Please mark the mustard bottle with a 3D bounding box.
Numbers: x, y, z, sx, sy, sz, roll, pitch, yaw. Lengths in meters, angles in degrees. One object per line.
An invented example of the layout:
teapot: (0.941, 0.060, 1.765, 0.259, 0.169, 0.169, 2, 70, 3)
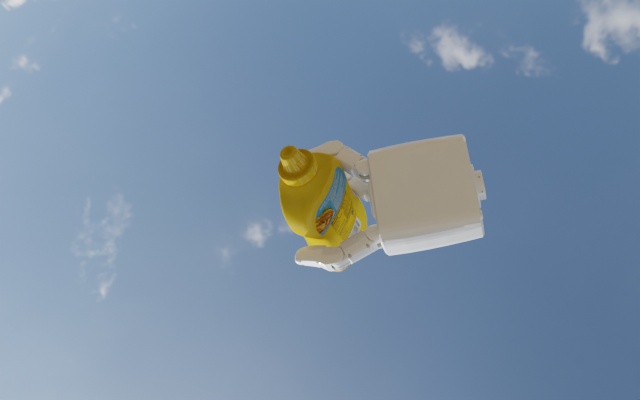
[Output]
mustard bottle: (0.000, 0.002, 0.547, 0.058, 0.096, 0.192, 12, -26, 28)
